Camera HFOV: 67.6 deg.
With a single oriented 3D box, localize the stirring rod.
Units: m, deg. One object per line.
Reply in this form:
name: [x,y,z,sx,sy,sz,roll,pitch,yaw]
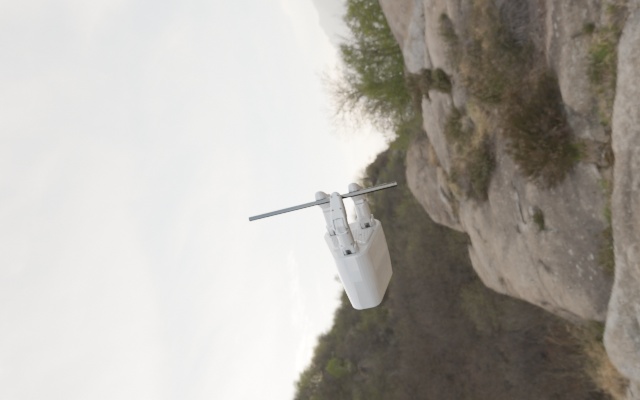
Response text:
stirring rod: [0.000,0.002,0.742,0.239,0.011,0.011,-14,-3,12]
